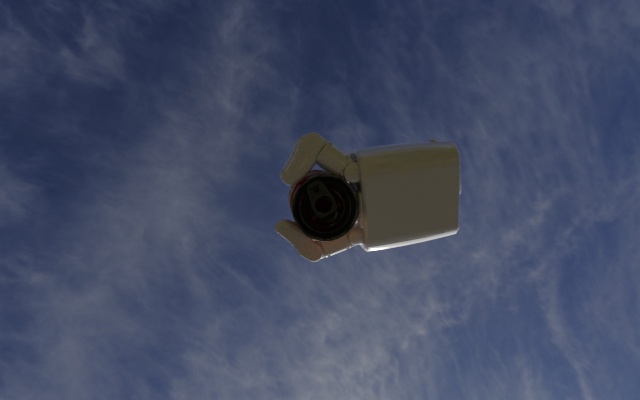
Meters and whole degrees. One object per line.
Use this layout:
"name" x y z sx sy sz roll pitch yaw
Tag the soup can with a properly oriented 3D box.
"soup can" 0.000 0.002 0.526 0.068 0.068 0.102 0 7 -6
